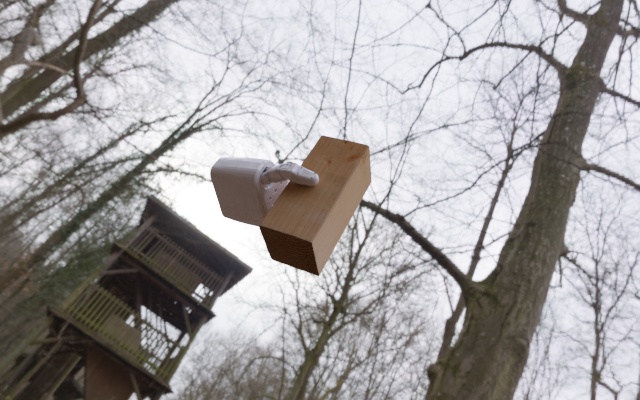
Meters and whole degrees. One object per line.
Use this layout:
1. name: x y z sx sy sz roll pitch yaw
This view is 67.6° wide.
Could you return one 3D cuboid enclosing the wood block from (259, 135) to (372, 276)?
1. wood block: 0.000 0.002 0.758 0.090 0.206 0.091 16 -36 23
